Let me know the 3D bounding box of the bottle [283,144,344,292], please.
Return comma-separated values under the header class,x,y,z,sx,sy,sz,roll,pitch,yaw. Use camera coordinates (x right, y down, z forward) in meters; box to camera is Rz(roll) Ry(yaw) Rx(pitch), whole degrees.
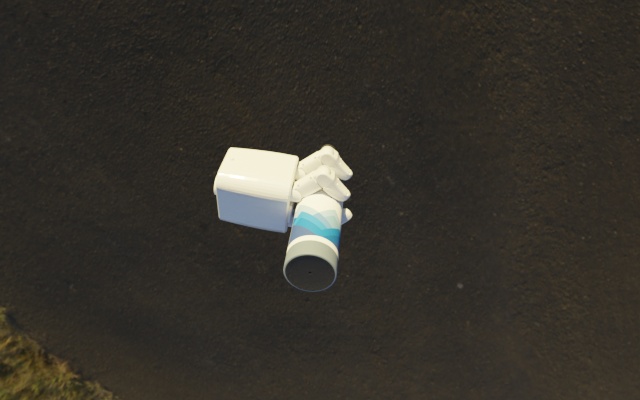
class,x,y,z,sx,sy,sz,roll,pitch,yaw
bottle,0.000,0.002,0.702,0.069,0.069,0.295,0,36,6
